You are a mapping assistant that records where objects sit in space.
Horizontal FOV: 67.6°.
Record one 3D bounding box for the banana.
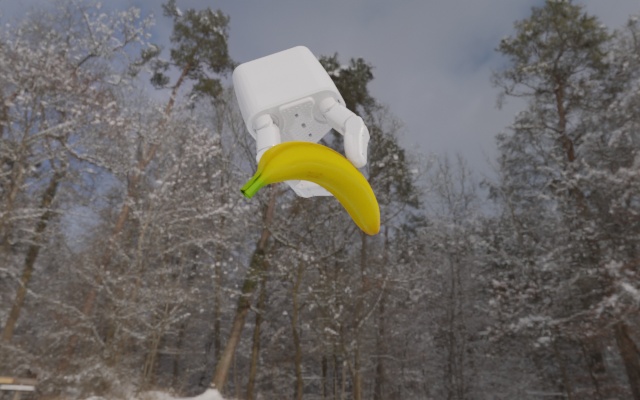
[{"bbox_3d":[0.006,-0.016,0.482,0.198,0.069,0.037,19,10,-44],"label":"banana"}]
